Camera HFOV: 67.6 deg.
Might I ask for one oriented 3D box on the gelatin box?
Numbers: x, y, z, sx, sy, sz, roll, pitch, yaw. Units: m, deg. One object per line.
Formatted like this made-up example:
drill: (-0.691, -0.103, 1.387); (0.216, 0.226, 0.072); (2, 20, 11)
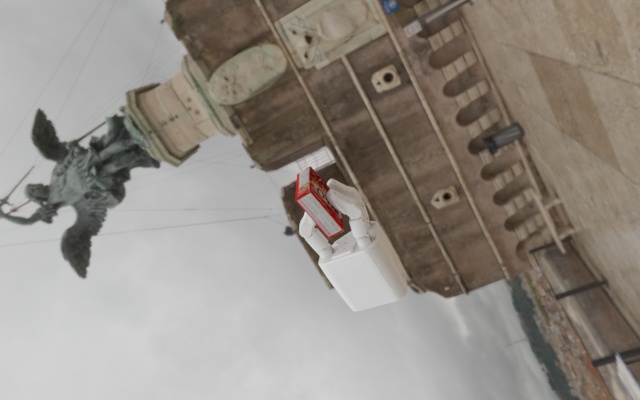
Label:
gelatin box: (0.000, 0.002, 0.717); (0.030, 0.089, 0.073); (-31, 29, 19)
